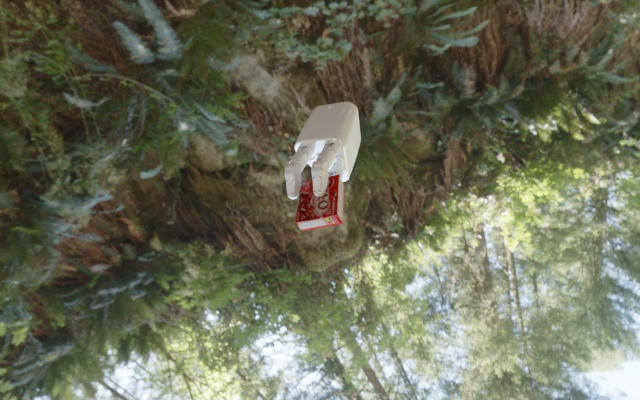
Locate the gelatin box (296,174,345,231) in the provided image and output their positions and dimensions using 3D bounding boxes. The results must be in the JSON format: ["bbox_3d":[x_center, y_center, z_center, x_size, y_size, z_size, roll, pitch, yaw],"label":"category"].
[{"bbox_3d":[0.000,0.003,0.796,0.073,0.089,0.030,-11,-41,20],"label":"gelatin box"}]
